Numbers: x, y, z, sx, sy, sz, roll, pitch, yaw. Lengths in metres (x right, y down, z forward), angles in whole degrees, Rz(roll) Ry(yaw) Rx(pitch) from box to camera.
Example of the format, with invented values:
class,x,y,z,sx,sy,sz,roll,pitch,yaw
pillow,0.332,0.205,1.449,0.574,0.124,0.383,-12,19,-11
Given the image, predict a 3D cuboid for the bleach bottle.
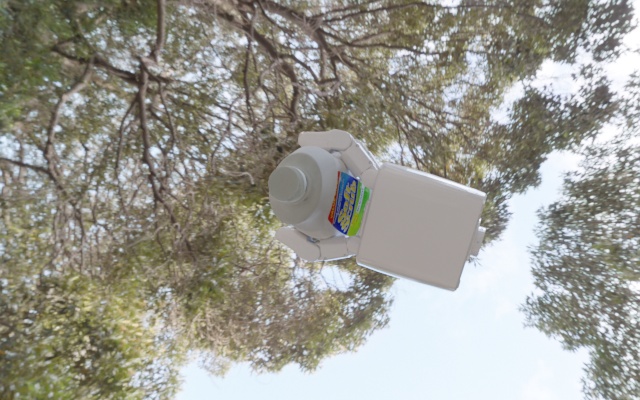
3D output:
class,x,y,z,sx,sy,sz,roll,pitch,yaw
bleach bottle,0.000,0.002,0.517,0.068,0.102,0.251,18,1,16
